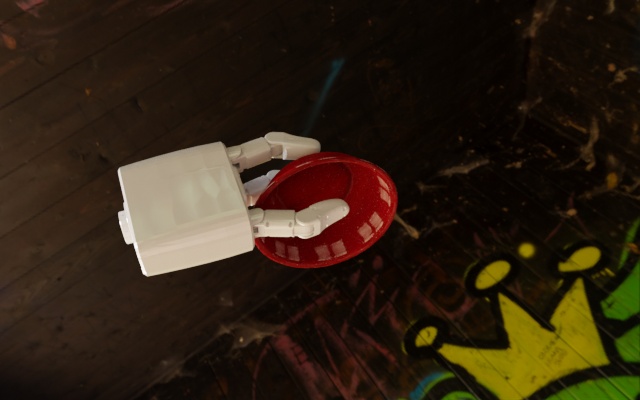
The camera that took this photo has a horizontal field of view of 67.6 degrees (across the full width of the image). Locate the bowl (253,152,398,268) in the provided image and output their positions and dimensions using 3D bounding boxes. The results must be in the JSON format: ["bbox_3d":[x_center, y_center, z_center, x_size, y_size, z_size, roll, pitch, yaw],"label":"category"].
[{"bbox_3d":[0.001,0.001,0.526,0.162,0.162,0.055,0,42,-18],"label":"bowl"}]
